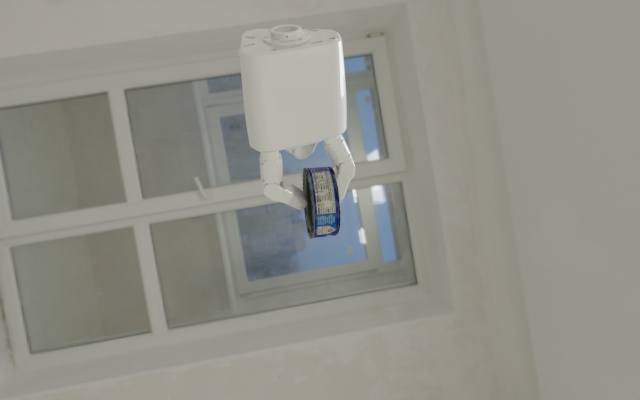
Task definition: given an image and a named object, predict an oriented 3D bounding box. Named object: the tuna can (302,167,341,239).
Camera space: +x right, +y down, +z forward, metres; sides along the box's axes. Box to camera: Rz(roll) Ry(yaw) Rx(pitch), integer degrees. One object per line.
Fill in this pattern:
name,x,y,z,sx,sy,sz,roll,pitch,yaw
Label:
tuna can,0.001,0.002,0.578,0.034,0.086,0.086,-5,1,-8
